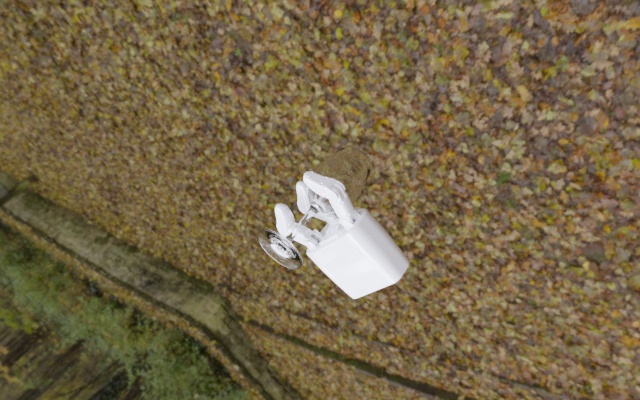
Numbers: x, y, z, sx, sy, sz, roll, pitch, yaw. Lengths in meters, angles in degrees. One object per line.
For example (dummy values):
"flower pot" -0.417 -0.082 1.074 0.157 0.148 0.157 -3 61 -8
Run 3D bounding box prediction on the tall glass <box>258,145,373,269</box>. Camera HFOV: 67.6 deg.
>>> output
"tall glass" 0.000 0.003 0.693 0.079 0.079 0.201 0 41 47
